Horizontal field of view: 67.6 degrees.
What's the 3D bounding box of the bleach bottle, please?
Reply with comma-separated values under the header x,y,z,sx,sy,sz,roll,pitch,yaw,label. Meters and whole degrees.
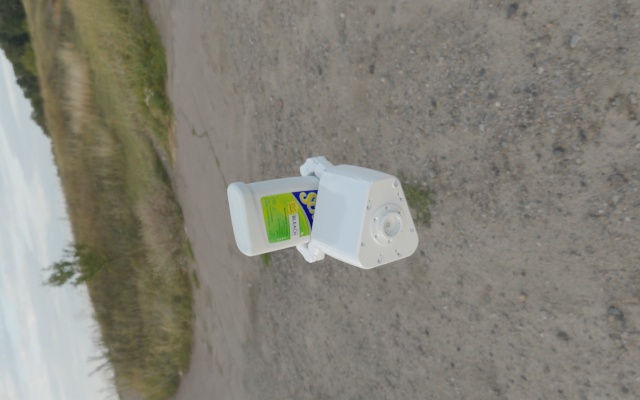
x,y,z,sx,sy,sz,roll,pitch,yaw,label
0.000,0.002,0.687,0.251,0.102,0.068,-13,14,-26,bleach bottle
